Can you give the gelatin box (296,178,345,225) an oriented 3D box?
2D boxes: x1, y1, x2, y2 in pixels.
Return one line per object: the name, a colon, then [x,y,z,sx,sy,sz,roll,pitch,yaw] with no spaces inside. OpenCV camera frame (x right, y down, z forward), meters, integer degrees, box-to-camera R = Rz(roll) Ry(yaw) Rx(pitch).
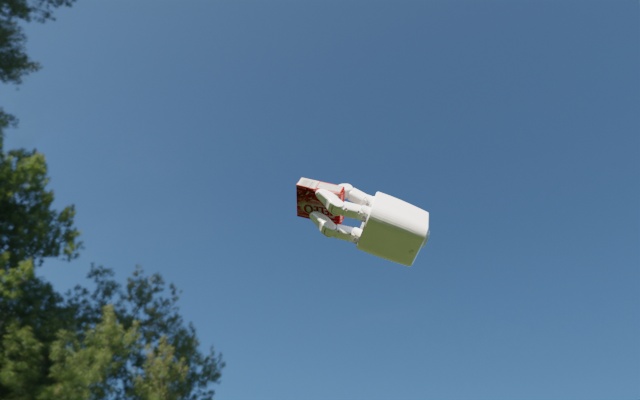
gelatin box: [0.000,0.003,0.886,0.089,0.073,0.030,13,37,17]
